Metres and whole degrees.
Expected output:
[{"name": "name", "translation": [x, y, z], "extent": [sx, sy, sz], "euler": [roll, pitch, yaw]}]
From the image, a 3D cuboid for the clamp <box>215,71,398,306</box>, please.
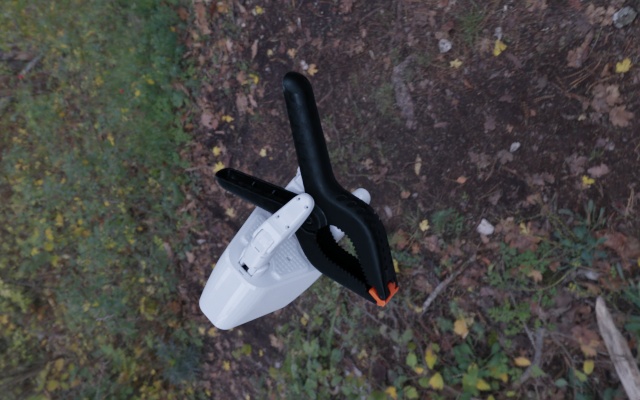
[{"name": "clamp", "translation": [0.000, 0.002, 0.428], "extent": [0.036, 0.210, 0.165], "euler": [-37, -11, -44]}]
